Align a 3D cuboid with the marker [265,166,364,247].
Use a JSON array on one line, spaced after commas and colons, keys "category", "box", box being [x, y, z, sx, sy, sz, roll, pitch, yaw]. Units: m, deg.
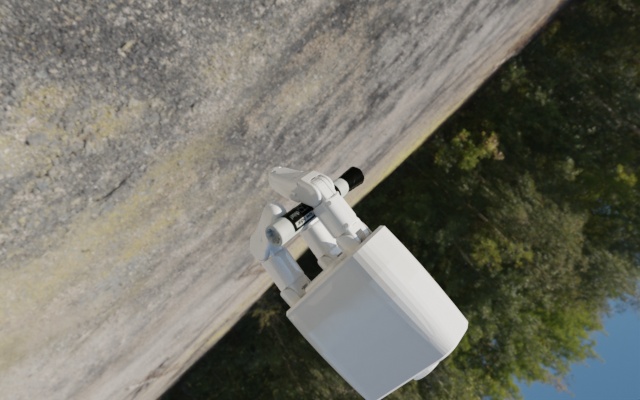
[{"category": "marker", "box": [0.000, 0.001, 0.408, 0.020, 0.020, 0.121, 0, 26, 42]}]
